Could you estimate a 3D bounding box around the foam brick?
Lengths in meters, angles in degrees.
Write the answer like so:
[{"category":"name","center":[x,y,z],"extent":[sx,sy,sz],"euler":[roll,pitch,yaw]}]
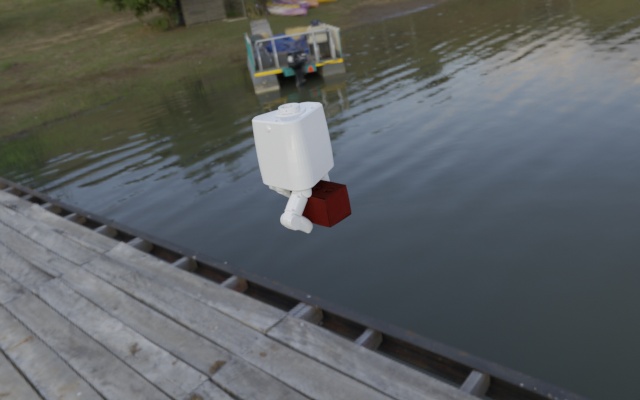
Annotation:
[{"category":"foam brick","center":[0.000,0.003,0.749],"extent":[0.078,0.051,0.053],"euler":[13,33,40]}]
